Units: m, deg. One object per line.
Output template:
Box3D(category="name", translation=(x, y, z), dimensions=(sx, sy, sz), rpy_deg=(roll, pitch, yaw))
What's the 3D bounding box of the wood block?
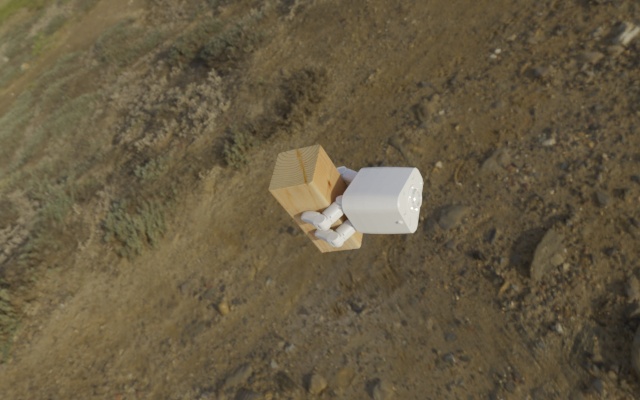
Box3D(category="wood block", translation=(0.000, 0.003, 0.894), dimensions=(0.090, 0.090, 0.206), rpy_deg=(-10, -41, 26))
